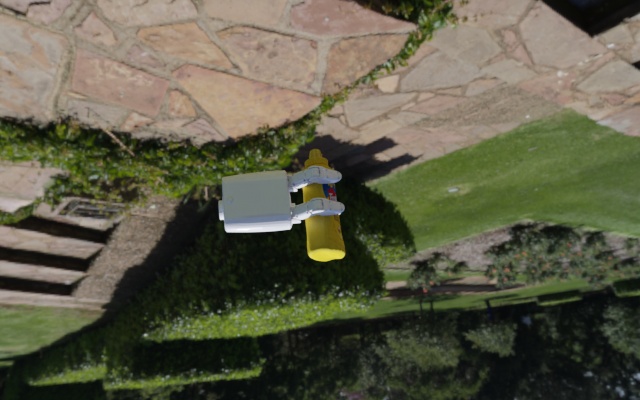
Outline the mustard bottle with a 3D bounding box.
[{"bbox_3d":[0.000,0.003,0.816,0.058,0.191,0.096,-12,-18,16],"label":"mustard bottle"}]
